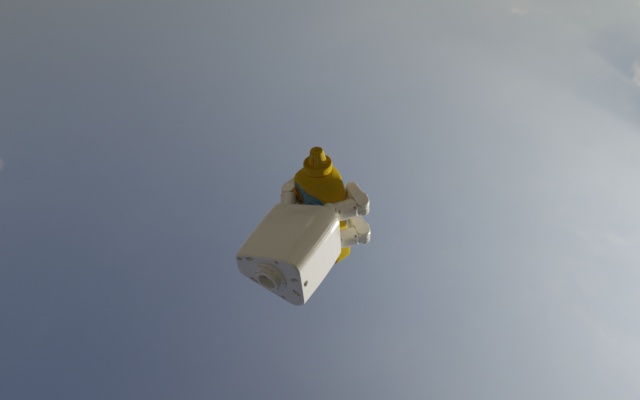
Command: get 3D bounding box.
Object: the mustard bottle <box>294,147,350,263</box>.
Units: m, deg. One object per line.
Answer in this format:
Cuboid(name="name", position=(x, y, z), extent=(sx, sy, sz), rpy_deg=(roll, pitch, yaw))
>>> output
Cuboid(name="mustard bottle", position=(0.000, 0.002, 0.719), extent=(0.058, 0.192, 0.096), rpy_deg=(-29, 47, -25))
